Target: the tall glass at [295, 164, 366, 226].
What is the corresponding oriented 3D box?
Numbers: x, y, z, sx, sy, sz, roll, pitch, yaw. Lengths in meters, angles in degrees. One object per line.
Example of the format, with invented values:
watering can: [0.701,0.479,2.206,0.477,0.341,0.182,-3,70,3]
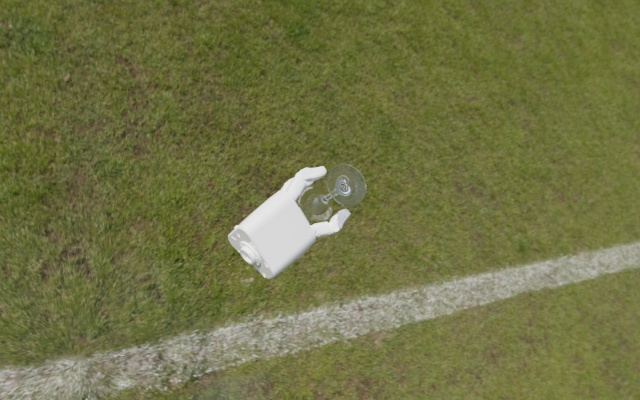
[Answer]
tall glass: [0.001,0.003,0.874,0.079,0.079,0.201,0,-17,-27]
